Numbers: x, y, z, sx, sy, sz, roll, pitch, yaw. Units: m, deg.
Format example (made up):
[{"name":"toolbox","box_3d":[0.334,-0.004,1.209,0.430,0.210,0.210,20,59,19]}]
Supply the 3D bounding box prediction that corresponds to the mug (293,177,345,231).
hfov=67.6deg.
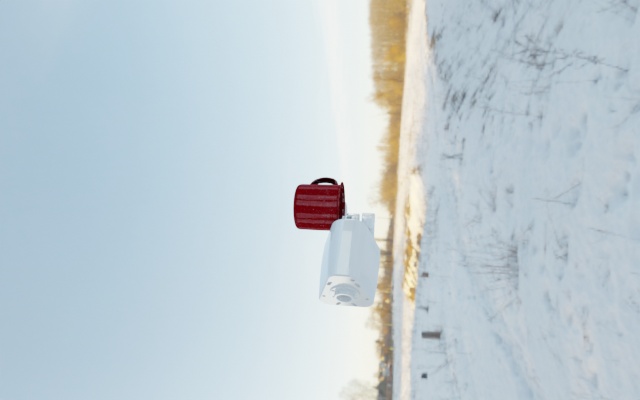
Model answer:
[{"name":"mug","box_3d":[0.000,0.002,0.854,0.081,0.117,0.093,2,-39,9]}]
